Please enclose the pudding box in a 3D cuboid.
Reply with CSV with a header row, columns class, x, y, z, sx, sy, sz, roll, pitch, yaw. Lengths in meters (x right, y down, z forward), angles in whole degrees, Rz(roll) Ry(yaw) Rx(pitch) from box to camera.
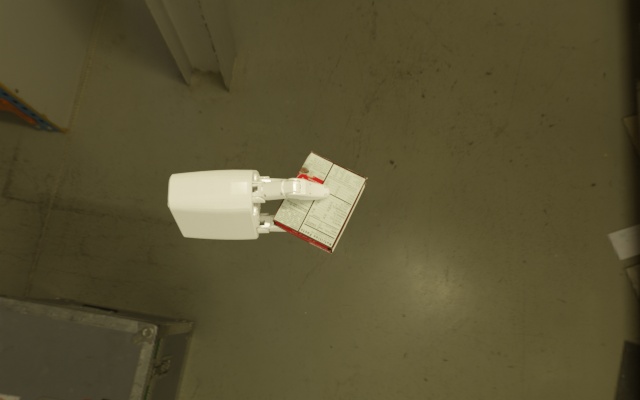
class,x,y,z,sx,sy,sz,roll,pitch,yaw
pudding box,0.000,0.002,0.644,0.090,0.113,0.039,27,-12,5
